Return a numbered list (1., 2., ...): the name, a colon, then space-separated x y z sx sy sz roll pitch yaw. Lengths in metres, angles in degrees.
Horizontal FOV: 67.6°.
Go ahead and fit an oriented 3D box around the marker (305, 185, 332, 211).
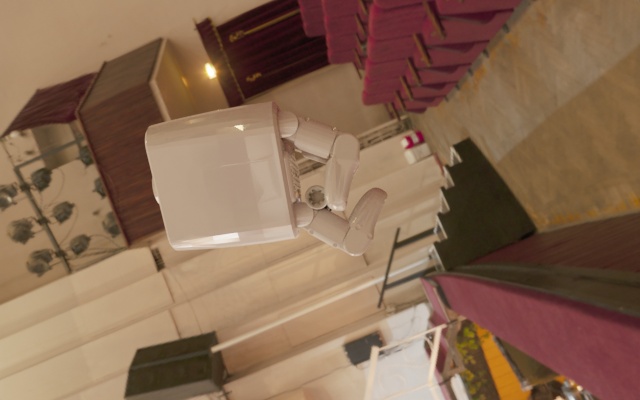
1. marker: 0.000 0.001 0.436 0.020 0.020 0.121 0 -4 3
